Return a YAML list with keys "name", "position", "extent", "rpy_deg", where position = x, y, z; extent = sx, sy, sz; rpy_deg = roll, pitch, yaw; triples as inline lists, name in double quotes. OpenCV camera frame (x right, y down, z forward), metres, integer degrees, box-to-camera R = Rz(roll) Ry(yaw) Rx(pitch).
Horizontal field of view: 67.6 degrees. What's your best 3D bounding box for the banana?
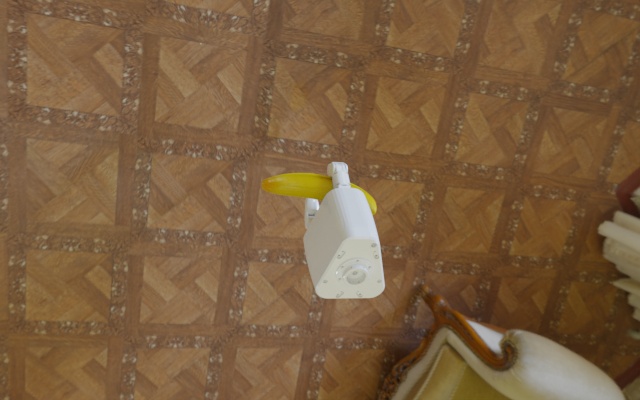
- name: "banana"
  position: [0.013, -0.007, 0.715]
  extent: [0.198, 0.037, 0.070]
  rpy_deg: [19, -44, -25]
